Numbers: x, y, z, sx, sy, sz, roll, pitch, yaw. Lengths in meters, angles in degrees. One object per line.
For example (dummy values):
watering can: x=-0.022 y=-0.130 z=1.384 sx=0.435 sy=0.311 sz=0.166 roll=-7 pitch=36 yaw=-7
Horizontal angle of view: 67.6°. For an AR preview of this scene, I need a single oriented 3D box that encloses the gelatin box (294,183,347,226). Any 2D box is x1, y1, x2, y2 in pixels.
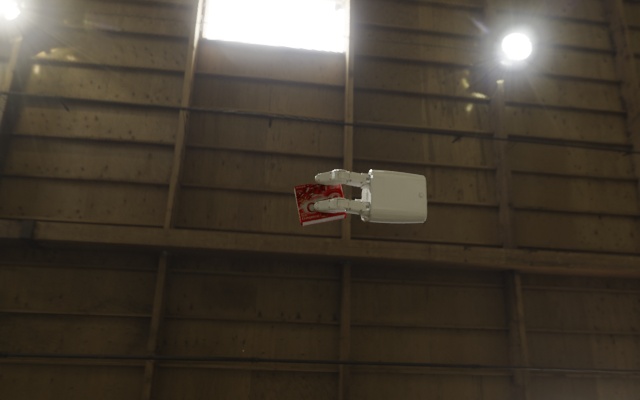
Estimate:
gelatin box: x=0.000 y=0.003 z=0.900 sx=0.089 sy=0.073 sz=0.030 roll=-10 pitch=-17 yaw=-4
